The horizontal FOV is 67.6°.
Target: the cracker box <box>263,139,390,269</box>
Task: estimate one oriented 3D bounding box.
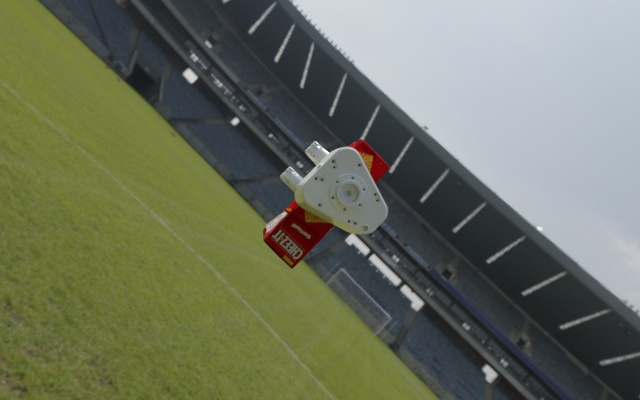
[{"bbox_3d":[0.000,0.003,0.787,0.213,0.072,0.164,-45,5,-4],"label":"cracker box"}]
